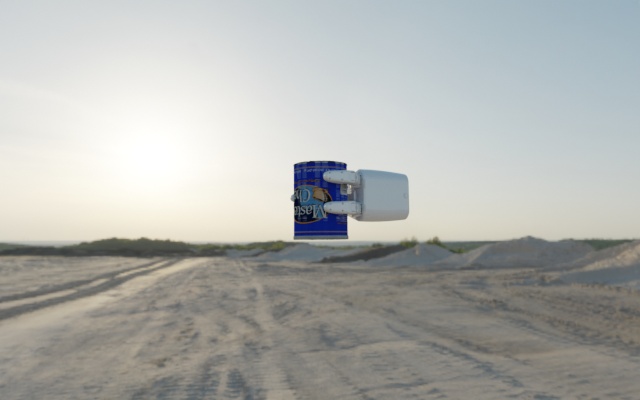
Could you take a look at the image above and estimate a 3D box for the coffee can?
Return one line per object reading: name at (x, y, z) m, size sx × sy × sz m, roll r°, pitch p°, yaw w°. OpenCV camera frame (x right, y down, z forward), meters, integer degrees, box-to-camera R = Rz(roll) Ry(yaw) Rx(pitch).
coffee can at (0.000, 0.003, 0.888) m, size 0.103 × 0.140 × 0.103 m, roll -1°, pitch -5°, yaw 0°
